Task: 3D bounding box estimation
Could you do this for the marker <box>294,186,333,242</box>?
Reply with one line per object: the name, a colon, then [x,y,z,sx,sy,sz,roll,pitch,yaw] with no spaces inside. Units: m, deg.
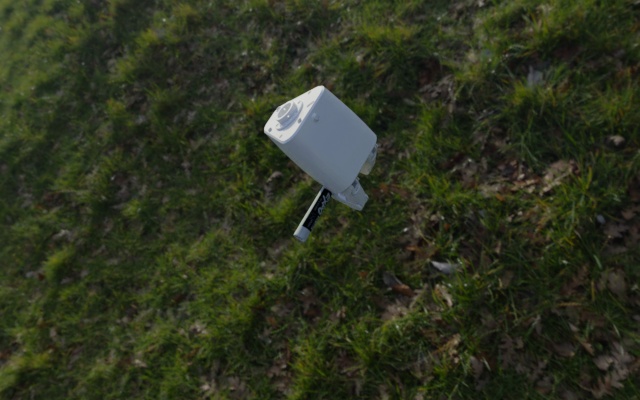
marker: [0.000,0.002,0.674,0.020,0.121,0.020,28,-16,9]
